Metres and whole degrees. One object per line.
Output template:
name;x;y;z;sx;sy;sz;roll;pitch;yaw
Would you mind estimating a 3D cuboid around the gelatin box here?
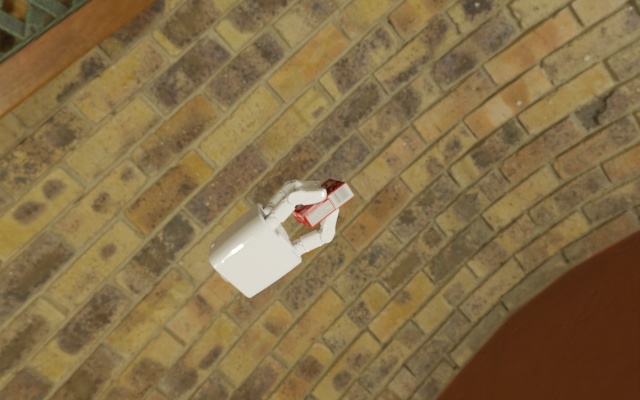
gelatin box;0.001;0.003;0.764;0.089;0.030;0.073;-37;17;-11
